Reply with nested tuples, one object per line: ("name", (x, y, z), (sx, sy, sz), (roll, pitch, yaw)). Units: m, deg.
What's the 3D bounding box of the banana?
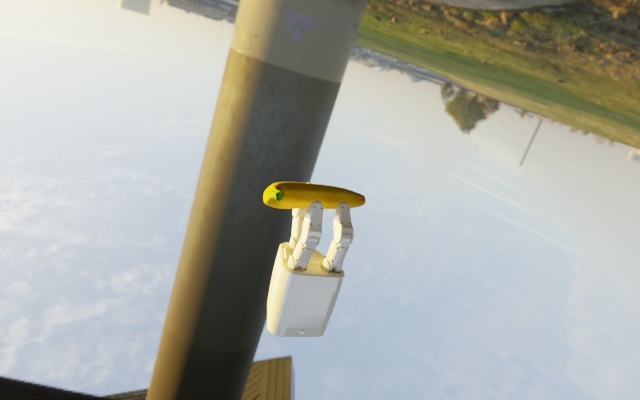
("banana", (-0.016, -0.003, 0.683), (0.069, 0.037, 0.198), (22, 14, 37))
